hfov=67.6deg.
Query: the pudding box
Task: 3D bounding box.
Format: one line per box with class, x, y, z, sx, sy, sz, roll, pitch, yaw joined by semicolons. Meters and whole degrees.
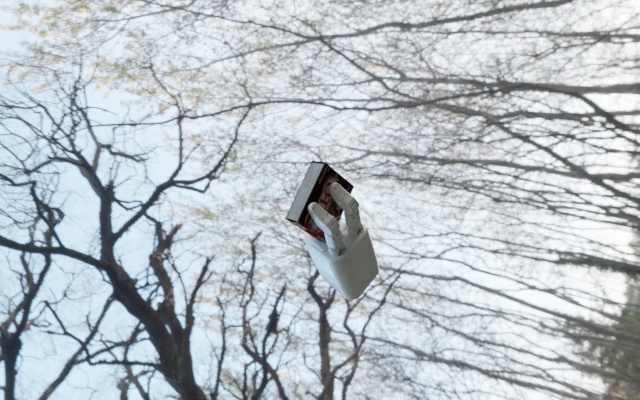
pudding box;0.000;0.003;0.807;0.039;0.113;0.090;11;-17;42
